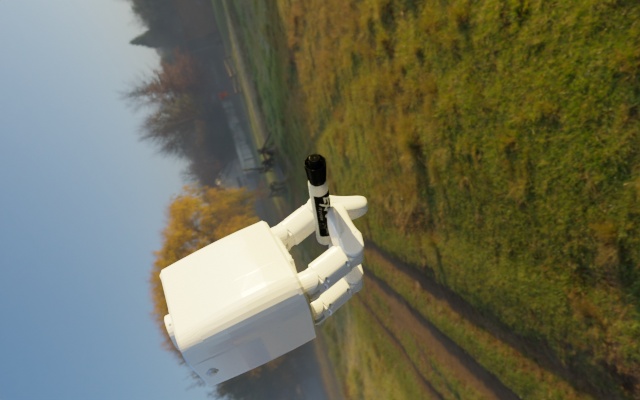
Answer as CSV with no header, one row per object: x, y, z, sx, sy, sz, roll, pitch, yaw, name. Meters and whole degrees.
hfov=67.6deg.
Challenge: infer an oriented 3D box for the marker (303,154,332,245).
0.000,0.001,0.434,0.020,0.020,0.121,0,-36,6,marker
